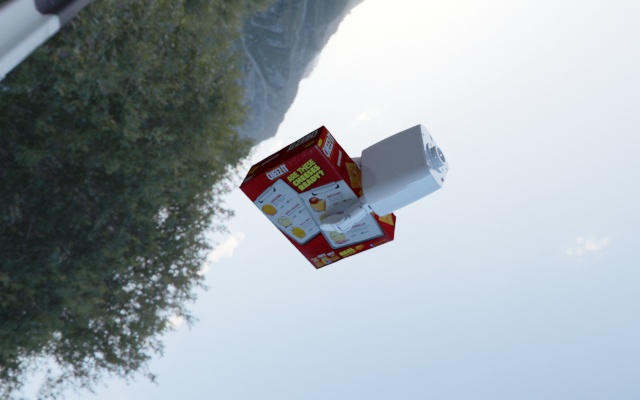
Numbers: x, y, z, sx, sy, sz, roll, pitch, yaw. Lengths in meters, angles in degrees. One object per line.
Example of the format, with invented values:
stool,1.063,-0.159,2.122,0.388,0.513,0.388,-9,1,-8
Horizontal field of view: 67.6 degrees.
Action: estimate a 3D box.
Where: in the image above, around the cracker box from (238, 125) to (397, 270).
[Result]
cracker box,0.000,0.003,0.789,0.164,0.214,0.072,-25,29,30
